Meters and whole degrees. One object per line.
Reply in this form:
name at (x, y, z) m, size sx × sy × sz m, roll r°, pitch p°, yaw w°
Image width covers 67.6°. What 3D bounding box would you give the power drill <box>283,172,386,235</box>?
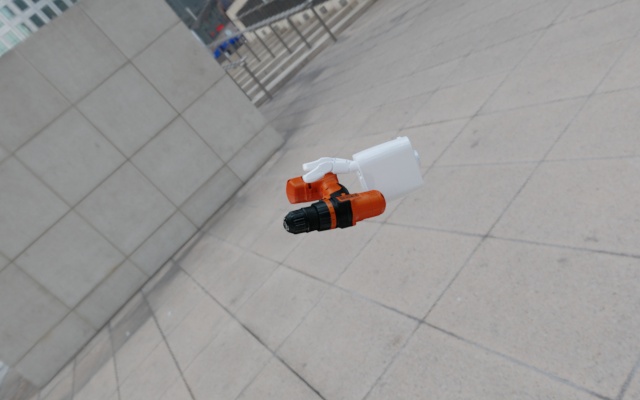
power drill at (0.000, 0.003, 0.868) m, size 0.184 × 0.057 × 0.187 m, roll -11°, pitch 22°, yaw -19°
